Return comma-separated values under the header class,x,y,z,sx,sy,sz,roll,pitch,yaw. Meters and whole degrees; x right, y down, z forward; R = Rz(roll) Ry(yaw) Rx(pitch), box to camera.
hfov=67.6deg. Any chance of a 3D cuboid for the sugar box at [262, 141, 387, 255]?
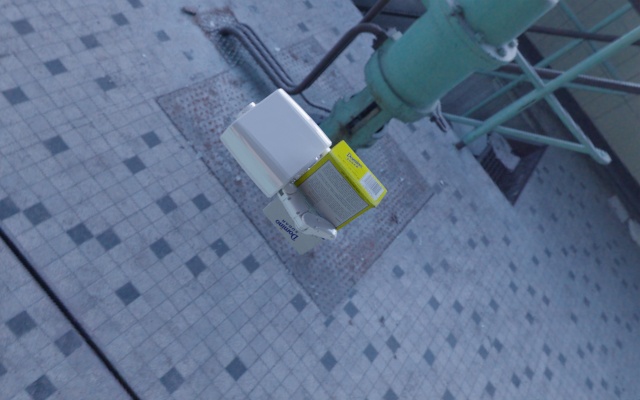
class,x,y,z,sx,sy,sz,roll,pitch,yaw
sugar box,0.000,0.002,0.672,0.176,0.093,0.048,-36,6,46
